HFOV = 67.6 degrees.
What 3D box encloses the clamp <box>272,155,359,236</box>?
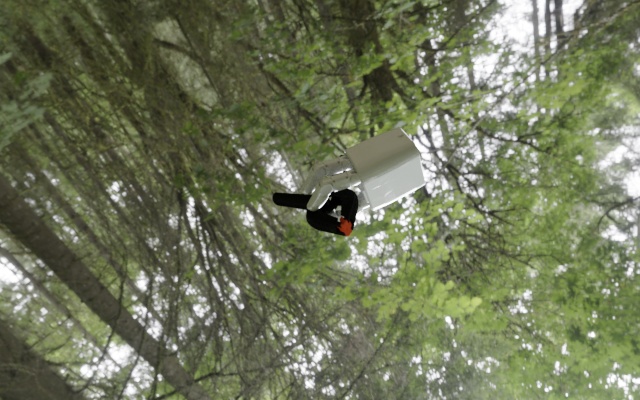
[{"bbox_3d":[0.001,0.004,0.837,0.164,0.036,0.209,-27,33,3],"label":"clamp"}]
